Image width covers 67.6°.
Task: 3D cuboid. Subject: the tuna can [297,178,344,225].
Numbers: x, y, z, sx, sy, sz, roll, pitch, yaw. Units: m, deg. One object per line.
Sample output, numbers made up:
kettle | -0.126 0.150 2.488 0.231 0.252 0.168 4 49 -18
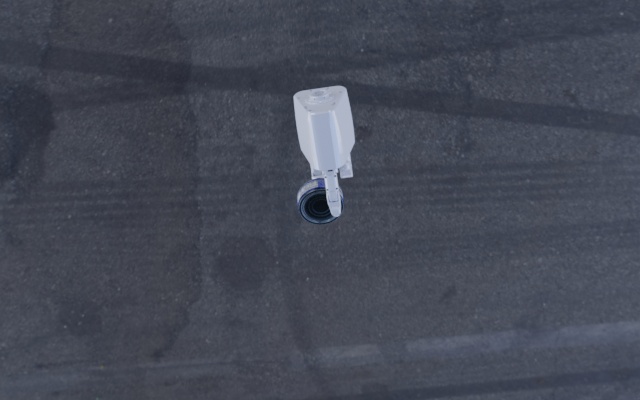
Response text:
tuna can | 0.000 0.003 0.876 0.086 0.086 0.033 0 37 -5
